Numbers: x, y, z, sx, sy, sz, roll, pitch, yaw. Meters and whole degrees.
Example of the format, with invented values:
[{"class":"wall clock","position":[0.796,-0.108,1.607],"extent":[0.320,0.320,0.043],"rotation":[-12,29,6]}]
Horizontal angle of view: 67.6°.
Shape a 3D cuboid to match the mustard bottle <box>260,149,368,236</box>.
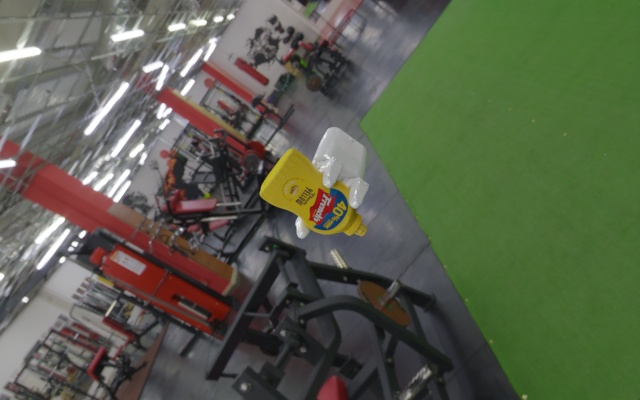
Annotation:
[{"class":"mustard bottle","position":[0.000,0.003,0.807],"extent":[0.192,0.096,0.058],"rotation":[34,17,-15]}]
